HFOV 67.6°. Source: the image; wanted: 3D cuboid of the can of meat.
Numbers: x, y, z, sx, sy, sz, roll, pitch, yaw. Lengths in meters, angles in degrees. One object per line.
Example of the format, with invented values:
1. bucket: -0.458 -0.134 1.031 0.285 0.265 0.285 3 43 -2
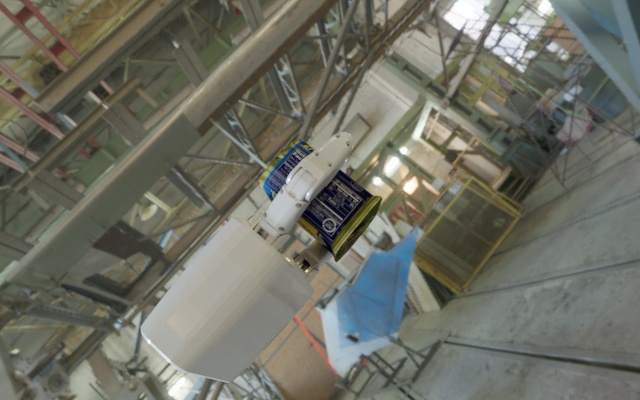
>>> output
1. can of meat: 0.000 0.001 0.407 0.084 0.057 0.102 39 -8 10
